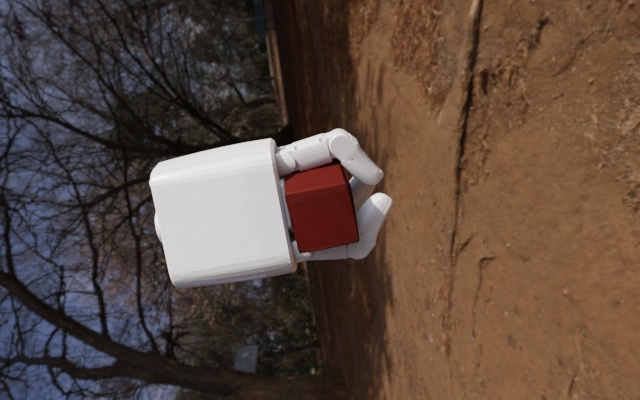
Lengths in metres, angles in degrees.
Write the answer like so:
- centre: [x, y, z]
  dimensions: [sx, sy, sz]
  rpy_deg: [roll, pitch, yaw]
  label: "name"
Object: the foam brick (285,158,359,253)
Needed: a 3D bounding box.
- centre: [0.000, 0.001, 0.404]
  dimensions: [0.051, 0.053, 0.078]
  rpy_deg: [-11, 21, 1]
  label: "foam brick"
